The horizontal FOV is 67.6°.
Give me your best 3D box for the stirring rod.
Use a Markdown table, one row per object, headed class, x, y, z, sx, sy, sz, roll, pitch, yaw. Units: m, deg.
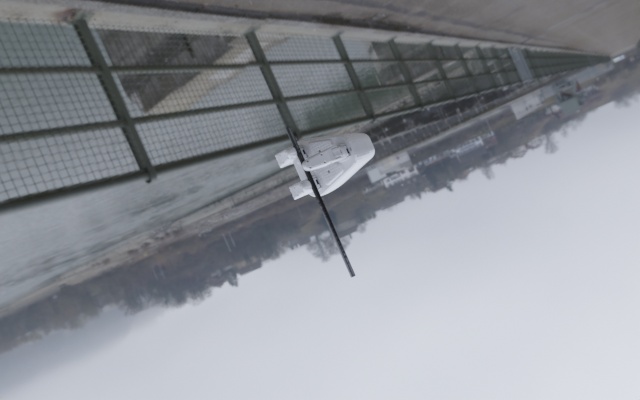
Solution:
| class | x | y | z | sx | sy | sz | roll | pitch | yaw |
| --- | --- | --- | --- | --- | --- | --- | --- | --- | --- |
| stirring rod | 0.000 | 0.002 | 0.706 | 0.011 | 0.239 | 0.011 | -24 | 1 | 0 |
